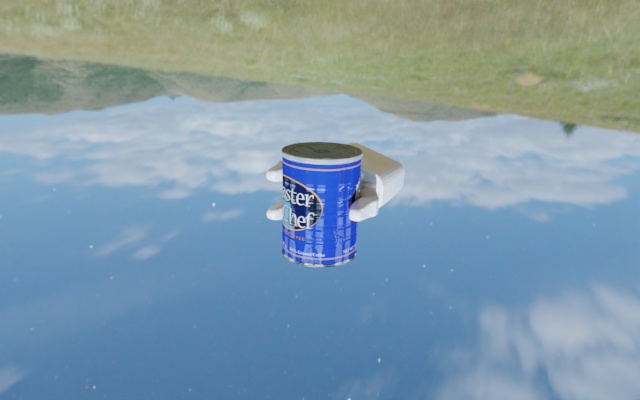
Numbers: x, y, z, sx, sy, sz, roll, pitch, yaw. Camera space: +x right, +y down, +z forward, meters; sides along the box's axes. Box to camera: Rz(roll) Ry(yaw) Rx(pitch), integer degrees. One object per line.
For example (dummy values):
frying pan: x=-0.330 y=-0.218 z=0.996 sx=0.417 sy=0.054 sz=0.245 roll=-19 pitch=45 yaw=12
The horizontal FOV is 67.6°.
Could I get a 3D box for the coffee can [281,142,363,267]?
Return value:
coffee can: x=0.000 y=0.002 z=0.625 sx=0.103 sy=0.140 sz=0.102 roll=1 pitch=18 yaw=0
